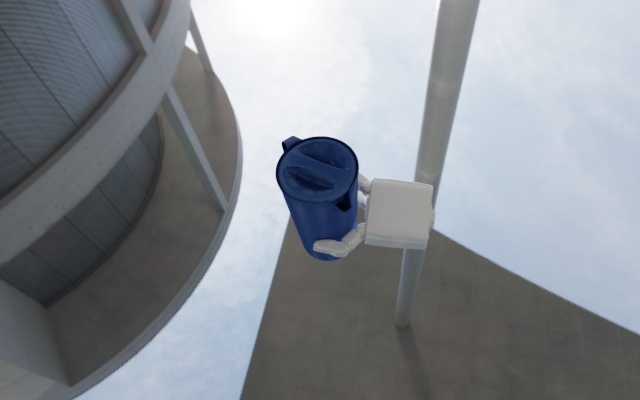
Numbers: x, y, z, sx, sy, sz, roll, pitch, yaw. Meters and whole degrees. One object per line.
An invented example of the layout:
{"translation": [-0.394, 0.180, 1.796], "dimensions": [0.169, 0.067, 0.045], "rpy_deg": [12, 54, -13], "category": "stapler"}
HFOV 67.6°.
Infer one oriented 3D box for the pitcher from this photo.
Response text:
{"translation": [0.000, 0.003, 0.851], "dimensions": [0.145, 0.149, 0.243], "rpy_deg": [6, -32, 10], "category": "pitcher"}
